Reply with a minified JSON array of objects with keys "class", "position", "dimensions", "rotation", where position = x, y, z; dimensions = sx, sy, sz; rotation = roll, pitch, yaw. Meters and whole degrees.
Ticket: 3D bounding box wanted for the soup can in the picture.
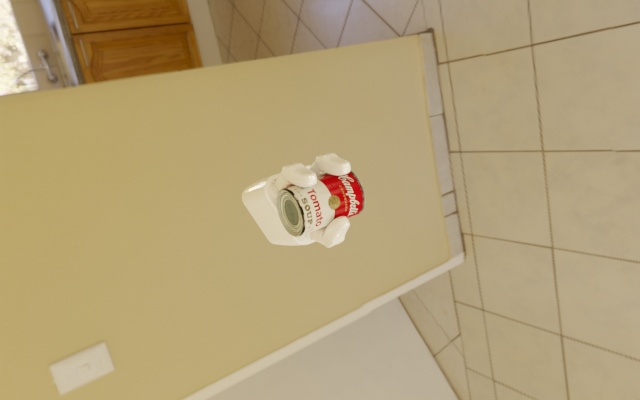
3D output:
[{"class":"soup can","position":[0.000,0.002,0.645],"dimensions":[0.102,0.068,0.068],"rotation":[-19,10,-30]}]
